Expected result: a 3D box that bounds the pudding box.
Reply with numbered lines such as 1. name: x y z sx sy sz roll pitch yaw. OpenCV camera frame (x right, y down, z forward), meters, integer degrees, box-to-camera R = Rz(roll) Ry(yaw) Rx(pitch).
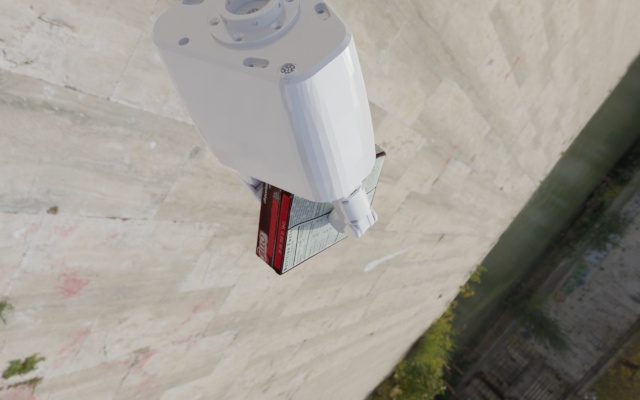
1. pudding box: 0.000 0.001 0.407 0.113 0.090 0.039 -24 51 -37
